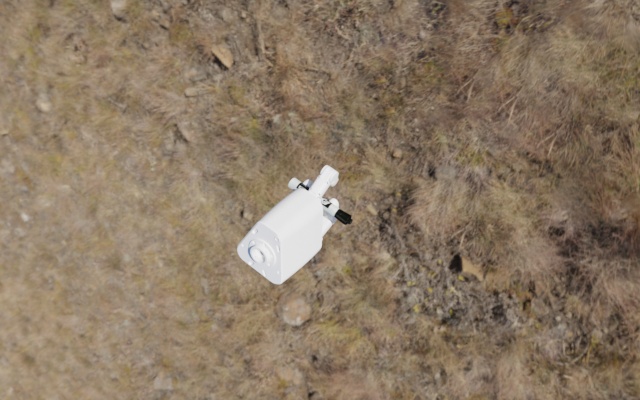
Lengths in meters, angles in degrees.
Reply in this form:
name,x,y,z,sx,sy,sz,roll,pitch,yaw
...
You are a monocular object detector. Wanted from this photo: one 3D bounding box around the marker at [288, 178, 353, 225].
name,x,y,z,sx,sy,sz,roll,pitch,yaw
marker,0.000,0.002,0.769,0.121,0.020,0.020,34,10,16
